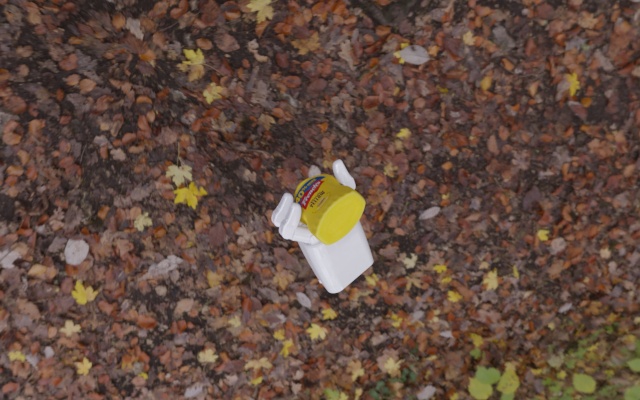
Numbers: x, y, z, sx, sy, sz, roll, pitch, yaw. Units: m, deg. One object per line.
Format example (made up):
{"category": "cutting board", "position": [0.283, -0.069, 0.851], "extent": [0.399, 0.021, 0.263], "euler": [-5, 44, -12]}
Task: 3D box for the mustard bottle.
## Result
{"category": "mustard bottle", "position": [0.000, 0.002, 0.815], "extent": [0.058, 0.096, 0.191], "euler": [39, 0, -26]}
